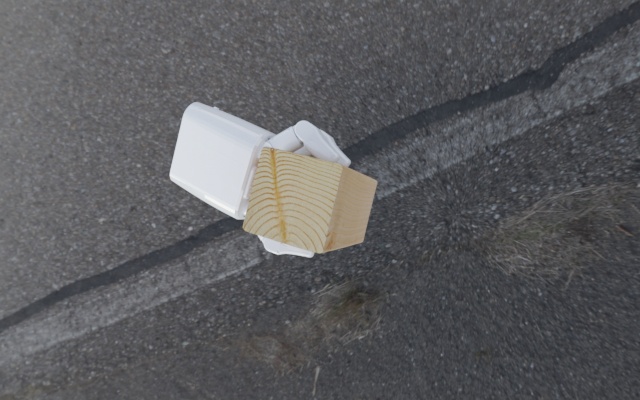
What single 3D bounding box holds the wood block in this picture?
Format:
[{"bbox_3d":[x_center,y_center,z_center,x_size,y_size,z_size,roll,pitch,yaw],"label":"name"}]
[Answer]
[{"bbox_3d":[0.000,0.002,0.566,0.090,0.091,0.206,15,2,16],"label":"wood block"}]
